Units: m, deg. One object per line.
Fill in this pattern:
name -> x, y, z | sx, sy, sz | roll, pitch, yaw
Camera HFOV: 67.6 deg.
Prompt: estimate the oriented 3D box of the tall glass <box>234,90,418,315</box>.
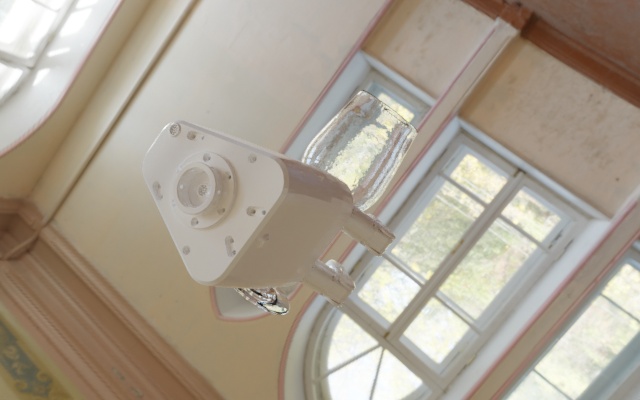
tall glass -> 0.000, 0.002, 0.426 | 0.079, 0.201, 0.079 | 36, 8, -6
